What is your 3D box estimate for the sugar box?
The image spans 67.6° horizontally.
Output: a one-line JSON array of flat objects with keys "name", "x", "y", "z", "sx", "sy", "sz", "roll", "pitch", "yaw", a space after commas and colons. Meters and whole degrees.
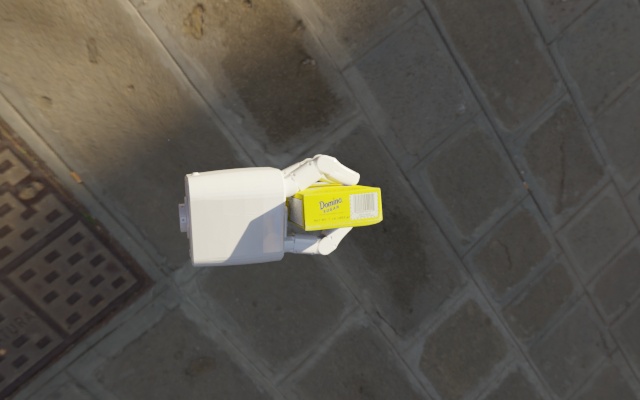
[{"name": "sugar box", "x": 0.000, "y": 0.001, "z": 0.604, "sx": 0.093, "sy": 0.048, "sz": 0.176, "roll": -5, "pitch": 8, "yaw": -17}]
